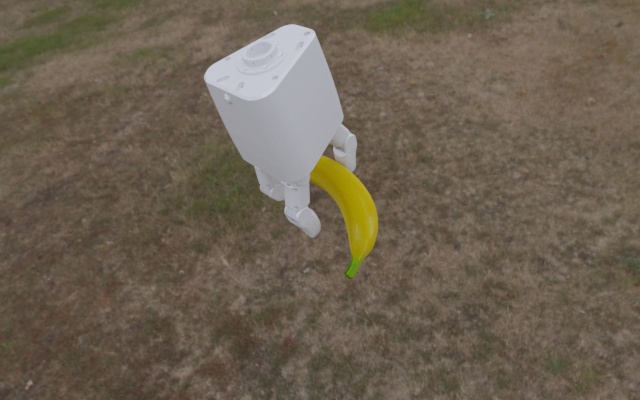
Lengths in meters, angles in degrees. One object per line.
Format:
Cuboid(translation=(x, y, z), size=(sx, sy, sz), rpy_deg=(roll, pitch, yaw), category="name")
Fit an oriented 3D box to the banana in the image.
Cuboid(translation=(0.018, -0.005, 0.558), size=(0.069, 0.197, 0.037), rpy_deg=(-30, -41, 1), category="banana")
